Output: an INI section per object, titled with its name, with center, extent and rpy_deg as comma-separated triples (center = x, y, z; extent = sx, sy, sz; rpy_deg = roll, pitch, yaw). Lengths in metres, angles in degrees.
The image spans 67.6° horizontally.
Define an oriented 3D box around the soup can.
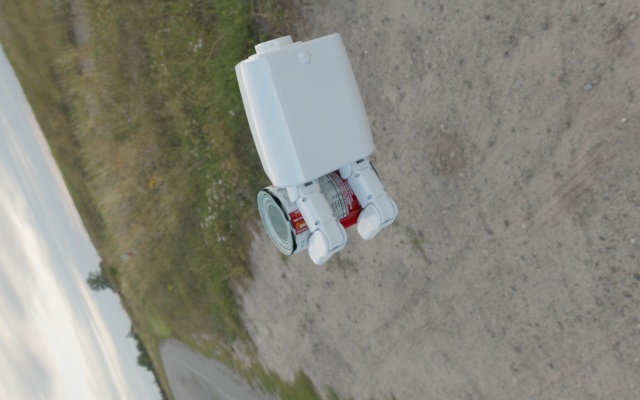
[soup can]
center = 0.000, 0.002, 0.455
extent = 0.102, 0.068, 0.068
rpy_deg = -25, 10, -24
